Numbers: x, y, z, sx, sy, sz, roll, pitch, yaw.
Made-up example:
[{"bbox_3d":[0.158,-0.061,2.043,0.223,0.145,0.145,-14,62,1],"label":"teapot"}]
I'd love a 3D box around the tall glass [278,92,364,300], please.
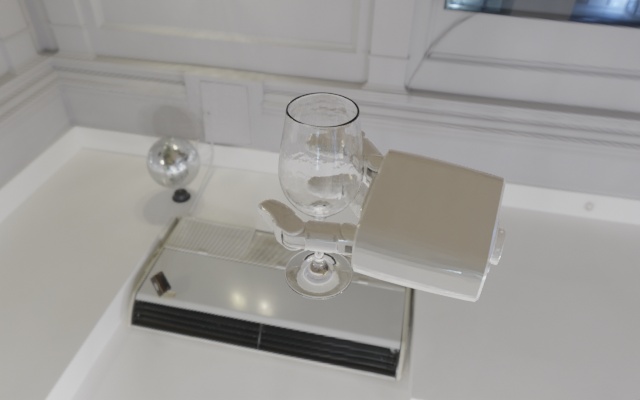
[{"bbox_3d":[0.000,0.002,0.459,0.079,0.201,0.079,1,39,0],"label":"tall glass"}]
